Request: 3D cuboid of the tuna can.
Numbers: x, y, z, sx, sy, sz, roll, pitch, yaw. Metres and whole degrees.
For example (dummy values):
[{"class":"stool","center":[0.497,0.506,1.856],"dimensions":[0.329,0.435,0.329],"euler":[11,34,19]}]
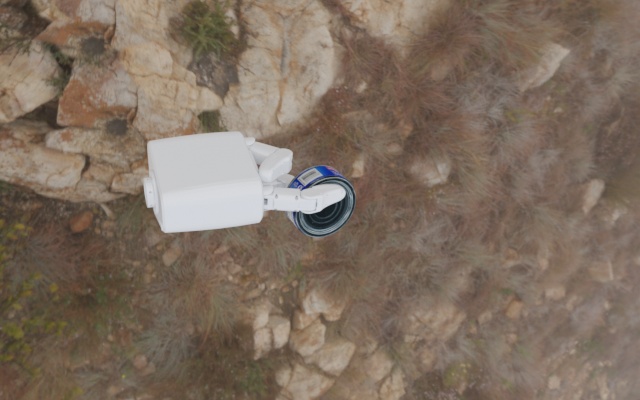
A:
[{"class":"tuna can","center":[0.000,0.002,0.586],"dimensions":[0.086,0.086,0.033],"euler":[0,27,-31]}]
